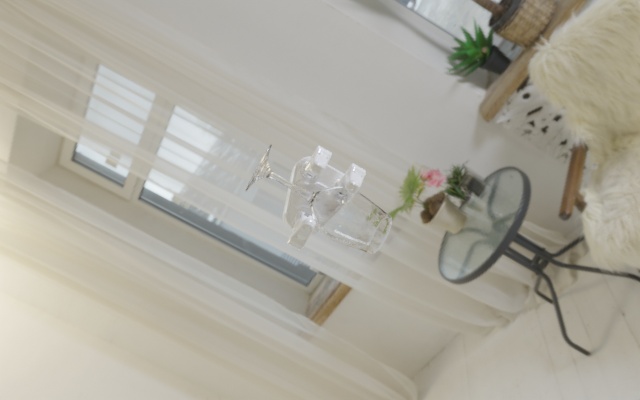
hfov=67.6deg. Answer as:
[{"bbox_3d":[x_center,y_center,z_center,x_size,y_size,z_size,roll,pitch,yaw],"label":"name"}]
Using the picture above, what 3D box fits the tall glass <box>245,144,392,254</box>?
[{"bbox_3d":[0.000,0.002,0.671,0.201,0.079,0.079,29,-4,-7],"label":"tall glass"}]
